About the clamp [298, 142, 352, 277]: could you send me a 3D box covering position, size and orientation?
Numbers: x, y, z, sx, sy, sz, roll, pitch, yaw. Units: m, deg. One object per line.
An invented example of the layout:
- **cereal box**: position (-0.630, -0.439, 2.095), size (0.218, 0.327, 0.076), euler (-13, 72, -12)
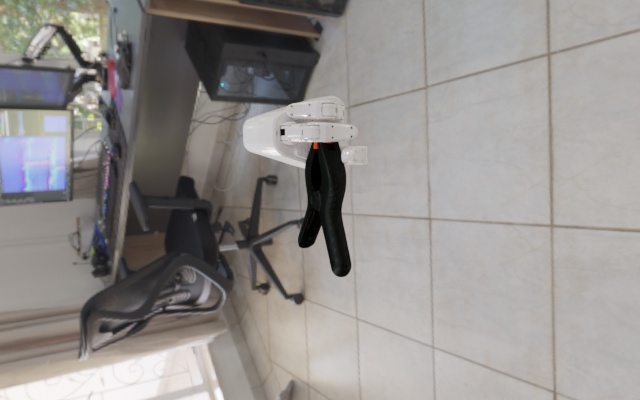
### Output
- **clamp**: position (0.000, 0.002, 0.604), size (0.039, 0.171, 0.120), euler (-4, 7, -32)
